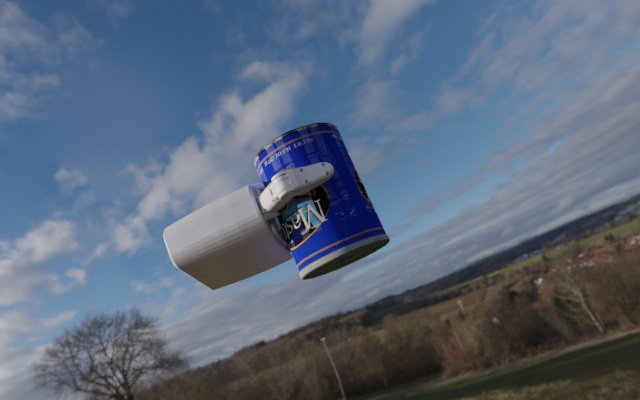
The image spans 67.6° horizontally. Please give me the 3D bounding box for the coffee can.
[{"bbox_3d":[0.000,0.002,0.522,0.103,0.140,0.103,-22,-14,-6],"label":"coffee can"}]
